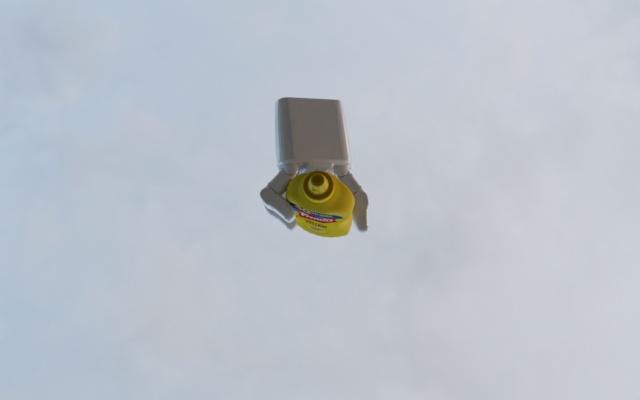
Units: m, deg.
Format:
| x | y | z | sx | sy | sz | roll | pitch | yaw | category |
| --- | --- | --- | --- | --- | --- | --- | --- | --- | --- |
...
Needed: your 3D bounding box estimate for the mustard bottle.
| x | y | z | sx | sy | sz | roll | pitch | yaw | category |
| --- | --- | --- | --- | --- | --- | --- | --- | --- | --- |
| 0.000 | 0.003 | 0.678 | 0.096 | 0.058 | 0.192 | 17 | -16 | 7 | mustard bottle |
